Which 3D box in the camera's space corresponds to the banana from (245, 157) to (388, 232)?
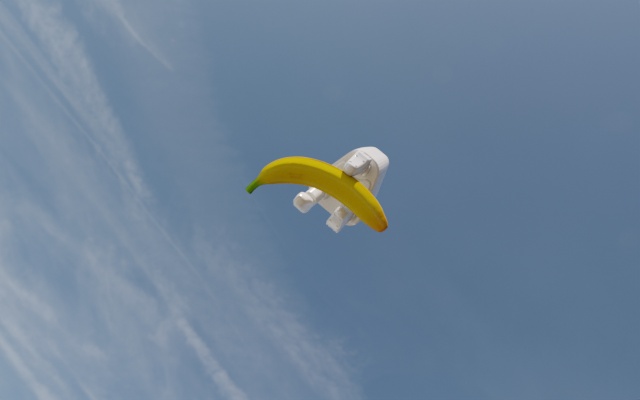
[{"bbox_3d":[0.002,-0.017,0.639,0.198,0.069,0.037,16,3,12],"label":"banana"}]
